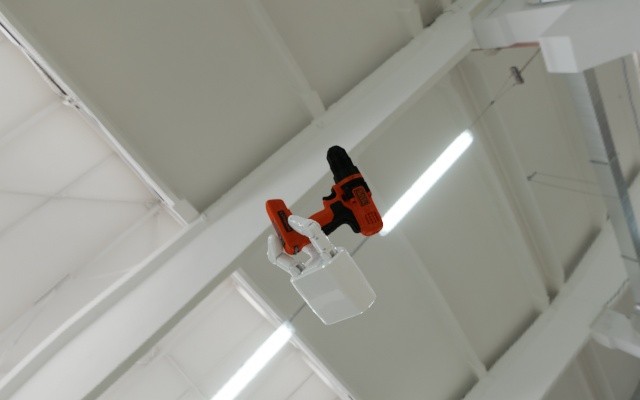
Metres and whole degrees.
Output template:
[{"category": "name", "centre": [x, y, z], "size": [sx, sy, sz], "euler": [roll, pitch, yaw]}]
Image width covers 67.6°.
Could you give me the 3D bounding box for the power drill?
[{"category": "power drill", "centre": [0.000, 0.003, 0.861], "size": [0.187, 0.184, 0.057], "euler": [-22, -17, -13]}]
